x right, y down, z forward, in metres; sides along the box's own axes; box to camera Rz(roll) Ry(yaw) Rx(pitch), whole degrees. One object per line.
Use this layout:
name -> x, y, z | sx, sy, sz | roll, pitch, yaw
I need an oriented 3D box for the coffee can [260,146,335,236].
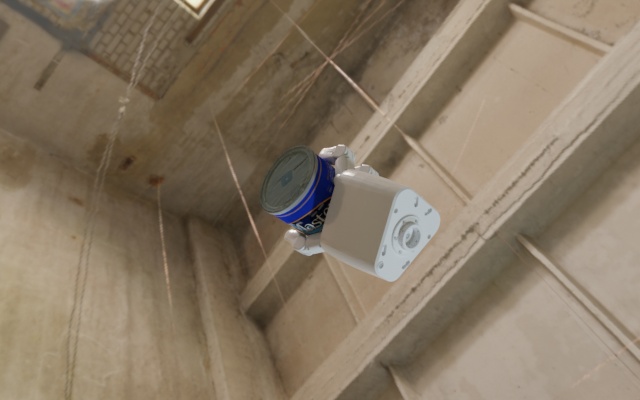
coffee can -> 0.000, 0.002, 0.674 | 0.103, 0.102, 0.140 | 0, -27, 48
